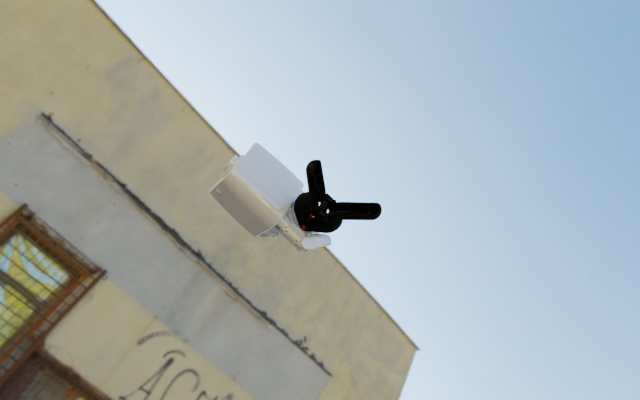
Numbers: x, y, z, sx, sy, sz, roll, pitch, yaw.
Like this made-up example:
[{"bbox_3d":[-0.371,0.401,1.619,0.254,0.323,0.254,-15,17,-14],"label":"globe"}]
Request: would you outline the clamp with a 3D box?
[{"bbox_3d":[0.000,0.002,0.703,0.171,0.120,0.039,-28,20,54],"label":"clamp"}]
